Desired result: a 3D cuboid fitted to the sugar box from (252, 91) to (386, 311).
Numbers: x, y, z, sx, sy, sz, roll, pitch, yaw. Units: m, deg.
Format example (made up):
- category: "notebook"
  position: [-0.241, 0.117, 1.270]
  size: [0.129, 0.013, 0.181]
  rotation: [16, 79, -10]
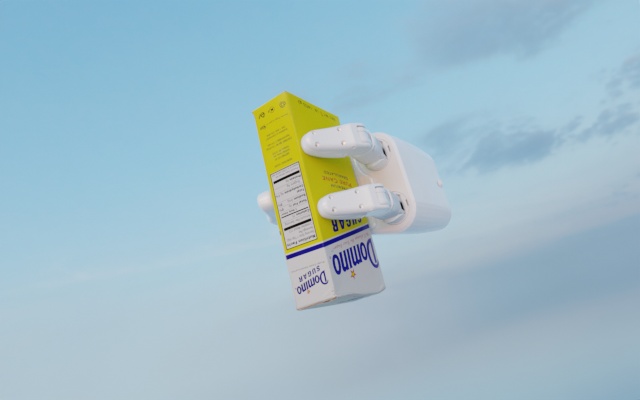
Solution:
- category: "sugar box"
  position: [0.001, 0.001, 0.417]
  size: [0.048, 0.176, 0.093]
  rotation: [-25, -18, 28]
